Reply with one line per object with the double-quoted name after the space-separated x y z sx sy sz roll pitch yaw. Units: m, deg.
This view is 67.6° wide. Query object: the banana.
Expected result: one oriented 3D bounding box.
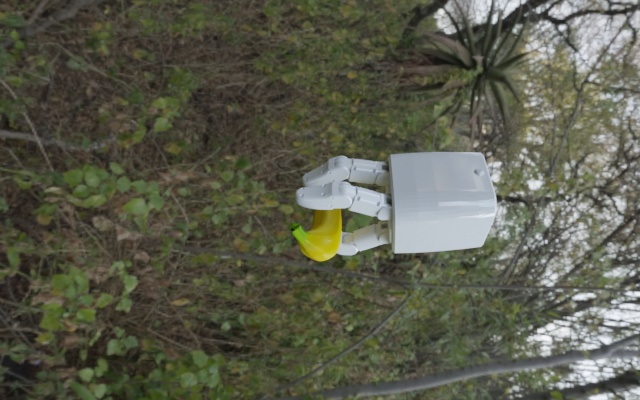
0.004 0.020 0.559 0.037 0.070 0.197 -9 18 10 "banana"
